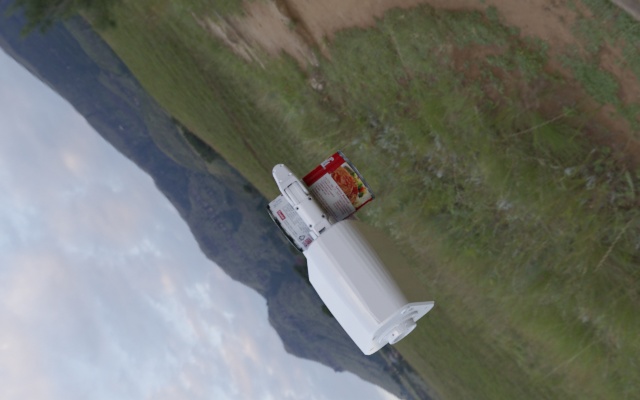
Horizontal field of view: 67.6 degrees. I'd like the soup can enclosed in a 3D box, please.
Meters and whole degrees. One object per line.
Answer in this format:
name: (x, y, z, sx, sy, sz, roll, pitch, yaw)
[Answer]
soup can: (0.000, 0.002, 0.529, 0.102, 0.068, 0.068, -37, 0, 0)
